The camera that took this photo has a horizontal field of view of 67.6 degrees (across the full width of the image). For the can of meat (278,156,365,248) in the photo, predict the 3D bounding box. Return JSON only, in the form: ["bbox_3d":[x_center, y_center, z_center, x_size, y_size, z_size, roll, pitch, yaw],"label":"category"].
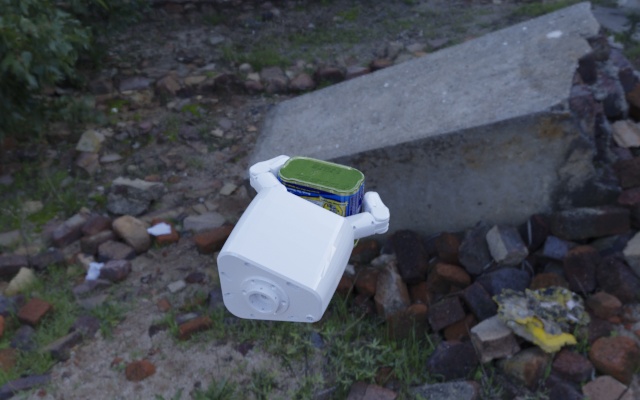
[{"bbox_3d":[0.000,0.002,0.563,0.102,0.084,0.057,14,39,16],"label":"can of meat"}]
